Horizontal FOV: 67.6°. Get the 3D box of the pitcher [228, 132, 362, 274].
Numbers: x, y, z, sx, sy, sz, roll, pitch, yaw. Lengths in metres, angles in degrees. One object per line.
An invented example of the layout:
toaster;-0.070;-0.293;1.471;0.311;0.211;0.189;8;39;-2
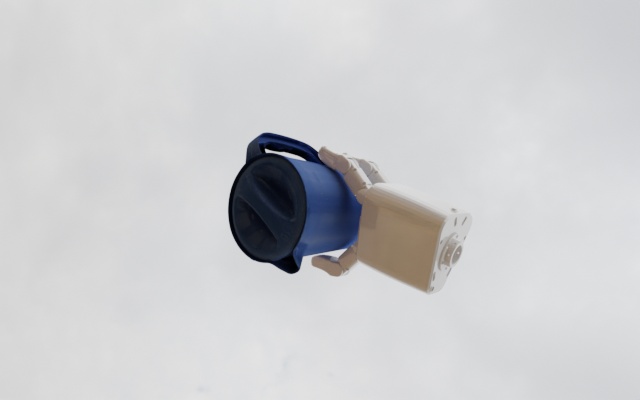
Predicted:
pitcher;0.000;0.002;0.663;0.145;0.149;0.243;24;13;35
